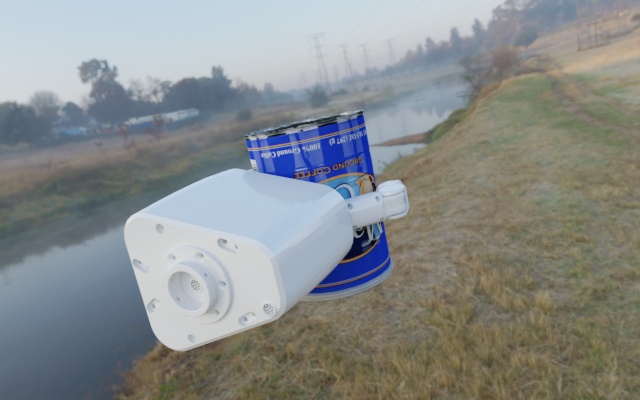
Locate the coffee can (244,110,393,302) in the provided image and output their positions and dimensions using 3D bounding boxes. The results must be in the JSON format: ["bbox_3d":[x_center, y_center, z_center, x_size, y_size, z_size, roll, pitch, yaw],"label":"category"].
[{"bbox_3d":[0.000,0.001,0.414,0.103,0.140,0.102,-12,12,3],"label":"coffee can"}]
